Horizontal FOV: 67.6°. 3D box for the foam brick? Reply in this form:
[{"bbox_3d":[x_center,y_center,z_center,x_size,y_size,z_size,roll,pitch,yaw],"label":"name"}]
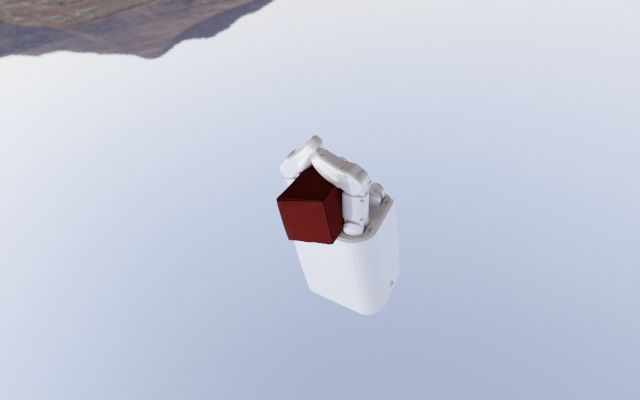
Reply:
[{"bbox_3d":[0.000,0.002,0.486,0.053,0.051,0.078,5,33,27],"label":"foam brick"}]
